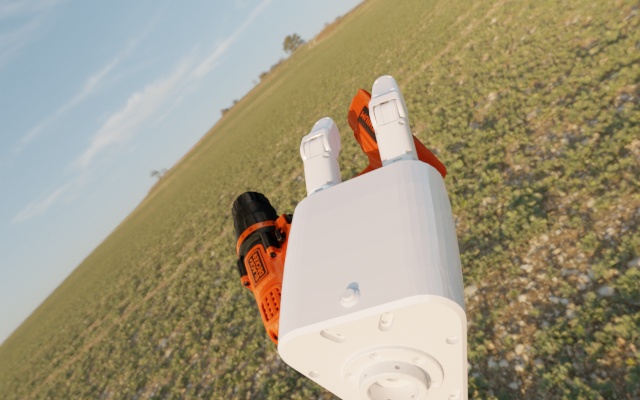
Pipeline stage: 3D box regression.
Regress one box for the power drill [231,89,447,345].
[{"bbox_3d":[0.000,0.001,0.404,0.057,0.188,0.184,29,19,-38],"label":"power drill"}]
